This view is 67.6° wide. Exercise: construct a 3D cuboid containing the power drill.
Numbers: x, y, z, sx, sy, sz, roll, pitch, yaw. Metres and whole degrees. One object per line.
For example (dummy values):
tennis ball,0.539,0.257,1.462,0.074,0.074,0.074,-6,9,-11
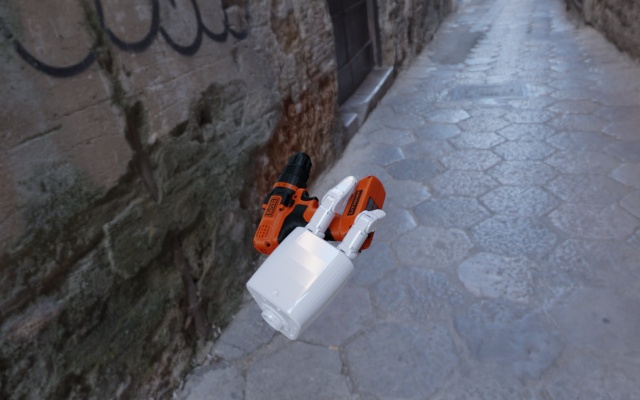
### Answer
power drill,0.000,0.003,0.722,0.187,0.184,0.057,1,-30,35
